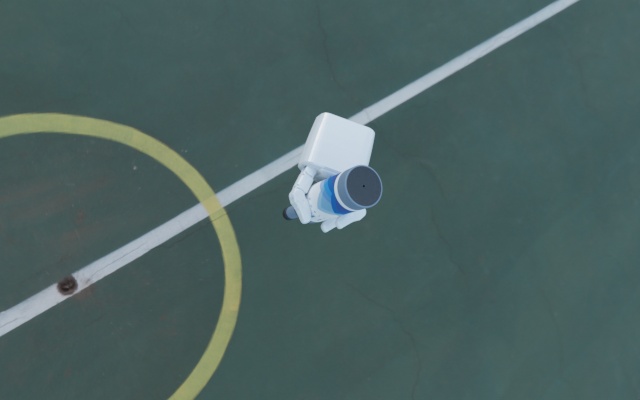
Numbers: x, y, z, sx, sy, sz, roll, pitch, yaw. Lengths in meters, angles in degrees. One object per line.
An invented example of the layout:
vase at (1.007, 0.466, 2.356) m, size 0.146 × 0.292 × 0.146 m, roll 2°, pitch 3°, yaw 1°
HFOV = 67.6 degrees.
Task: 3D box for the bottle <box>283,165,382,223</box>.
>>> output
bottle at (0.000, 0.003, 0.847) m, size 0.069 × 0.069 × 0.296 m, roll 0°, pitch -10°, yaw -27°
